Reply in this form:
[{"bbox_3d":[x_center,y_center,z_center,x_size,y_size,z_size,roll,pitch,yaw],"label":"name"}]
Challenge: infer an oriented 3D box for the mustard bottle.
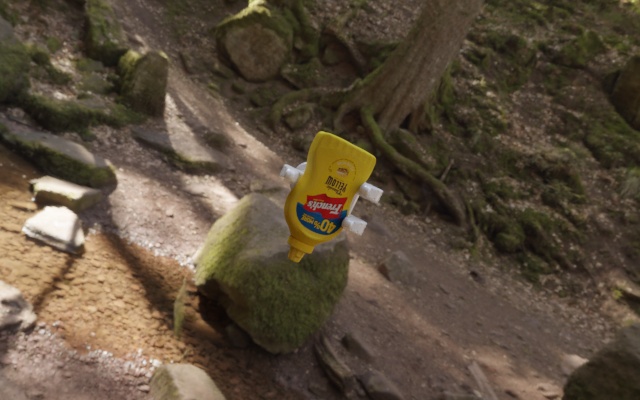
[{"bbox_3d":[0.000,0.002,0.706,0.096,0.191,0.058,24,4,-24],"label":"mustard bottle"}]
